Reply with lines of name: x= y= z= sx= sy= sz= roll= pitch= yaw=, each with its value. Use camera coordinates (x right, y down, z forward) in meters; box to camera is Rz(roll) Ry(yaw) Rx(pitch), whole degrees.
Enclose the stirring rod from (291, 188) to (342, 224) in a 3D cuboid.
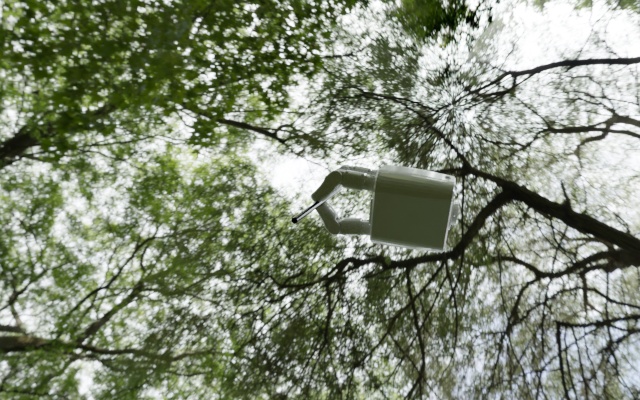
stirring rod: x=0.000 y=0.002 z=0.692 sx=0.011 sy=0.011 sz=0.239 roll=0 pitch=11 yaw=16
